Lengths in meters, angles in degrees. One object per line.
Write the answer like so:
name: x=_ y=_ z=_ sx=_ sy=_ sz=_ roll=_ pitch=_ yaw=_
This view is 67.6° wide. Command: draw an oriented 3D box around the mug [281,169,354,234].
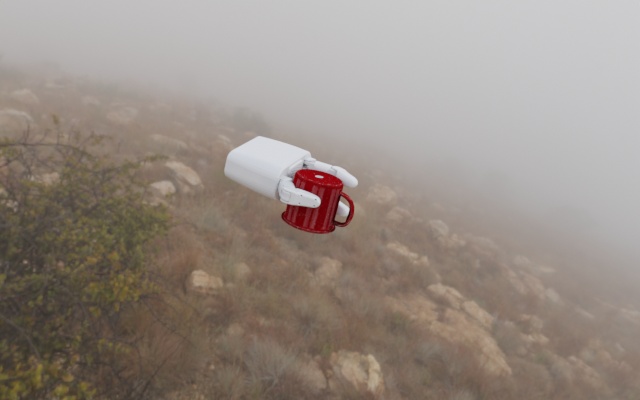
mug: x=0.001 y=0.003 z=0.776 sx=0.117 sy=0.081 sz=0.093 roll=21 pitch=19 yaw=20
